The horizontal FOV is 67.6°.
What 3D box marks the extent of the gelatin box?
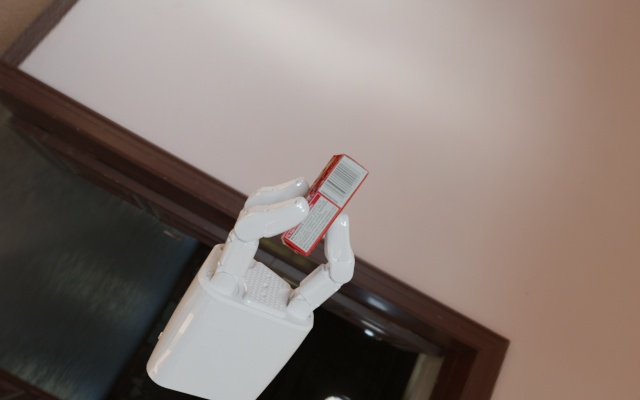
[{"bbox_3d":[0.001,0.001,0.420,0.030,0.089,0.073,37,1,-6],"label":"gelatin box"}]
